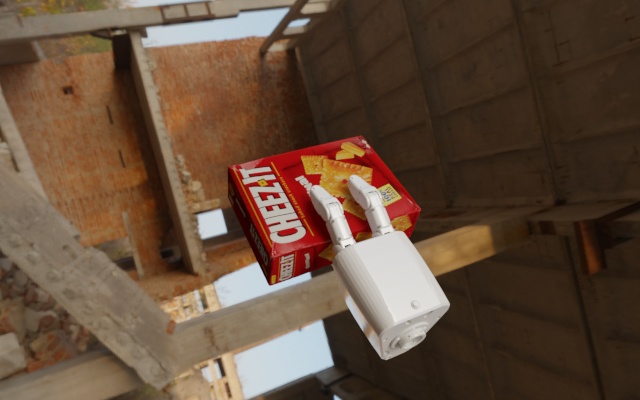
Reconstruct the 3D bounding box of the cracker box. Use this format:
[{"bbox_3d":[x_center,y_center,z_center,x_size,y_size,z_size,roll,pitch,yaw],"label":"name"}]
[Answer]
[{"bbox_3d":[0.000,0.002,0.651,0.213,0.164,0.072,-16,-38,-22],"label":"cracker box"}]
